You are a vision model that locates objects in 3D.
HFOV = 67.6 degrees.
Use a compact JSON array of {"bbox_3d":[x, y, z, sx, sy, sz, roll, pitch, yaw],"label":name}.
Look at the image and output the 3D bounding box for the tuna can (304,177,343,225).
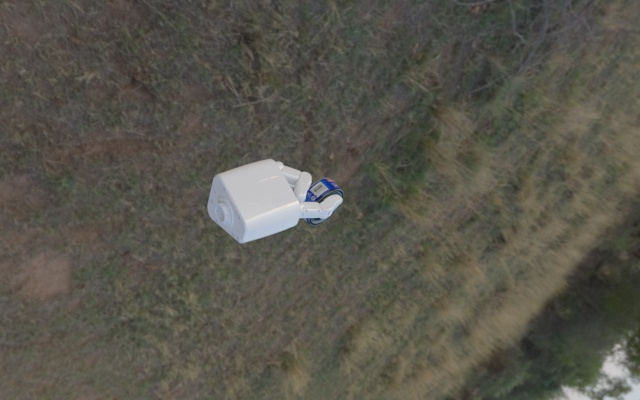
[{"bbox_3d":[0.001,0.003,0.854,0.033,0.086,0.086,43,22,26],"label":"tuna can"}]
